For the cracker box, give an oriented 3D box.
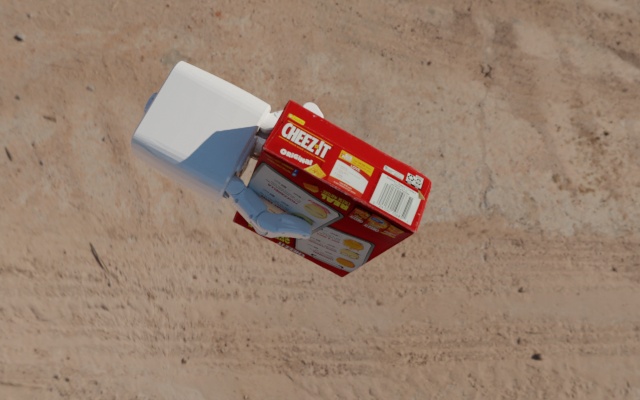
[{"bbox_3d":[0.000,0.002,0.538,0.164,0.072,0.214,28,-25,-6],"label":"cracker box"}]
